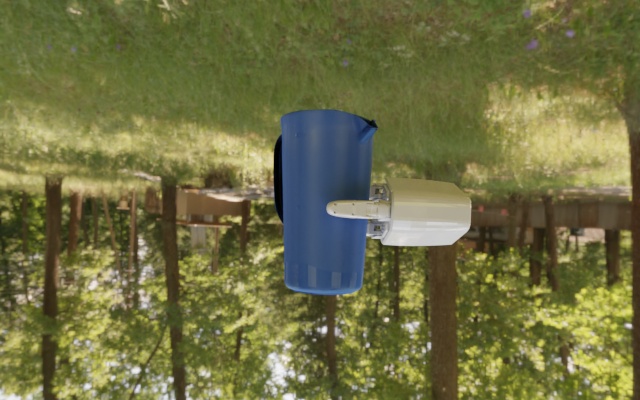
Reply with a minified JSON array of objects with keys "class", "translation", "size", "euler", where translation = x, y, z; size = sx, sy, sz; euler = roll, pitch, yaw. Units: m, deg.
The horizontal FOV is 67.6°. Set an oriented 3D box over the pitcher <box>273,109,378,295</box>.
[{"class":"pitcher","translation":[0.000,0.002,0.670],"size":[0.145,0.243,0.149],"euler":[2,-2,-2]}]
